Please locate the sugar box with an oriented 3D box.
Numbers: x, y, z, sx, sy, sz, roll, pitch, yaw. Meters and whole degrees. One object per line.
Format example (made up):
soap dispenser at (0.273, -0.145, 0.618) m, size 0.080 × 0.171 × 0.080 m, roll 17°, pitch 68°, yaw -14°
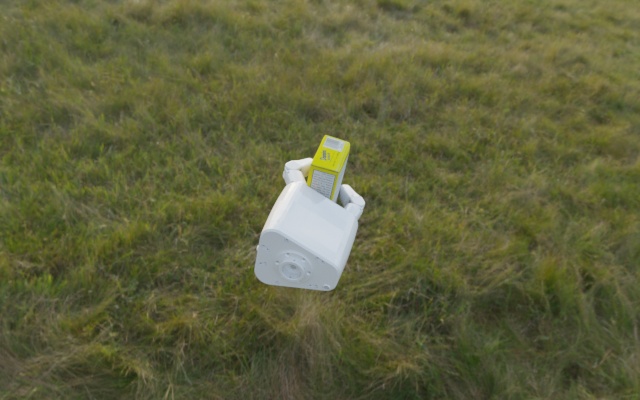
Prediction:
sugar box at (0.000, 0.002, 0.711) m, size 0.048 × 0.176 × 0.093 m, roll 18°, pitch 35°, yaw 4°
